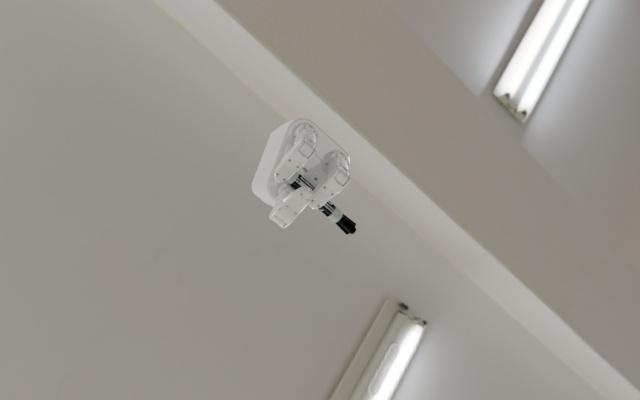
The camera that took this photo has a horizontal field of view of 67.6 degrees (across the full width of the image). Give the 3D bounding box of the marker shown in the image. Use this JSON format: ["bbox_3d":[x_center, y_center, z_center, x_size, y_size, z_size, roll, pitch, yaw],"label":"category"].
[{"bbox_3d":[0.000,0.002,0.596,0.121,0.020,0.020,41,-15,-18],"label":"marker"}]
